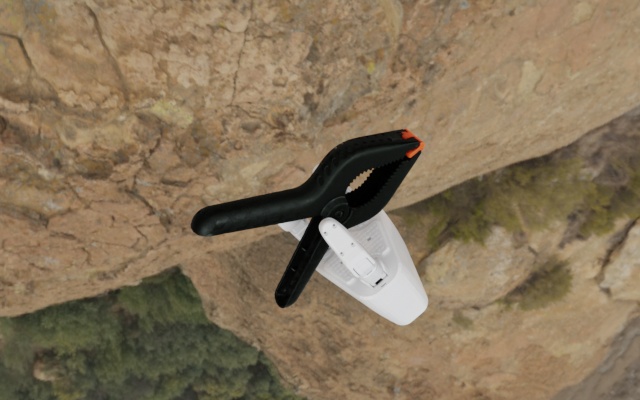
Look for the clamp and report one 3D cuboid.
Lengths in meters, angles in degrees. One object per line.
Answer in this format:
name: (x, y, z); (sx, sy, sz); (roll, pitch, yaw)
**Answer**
clamp: (0.001, 0.002, 0.426); (0.036, 0.210, 0.165); (51, 3, 40)
